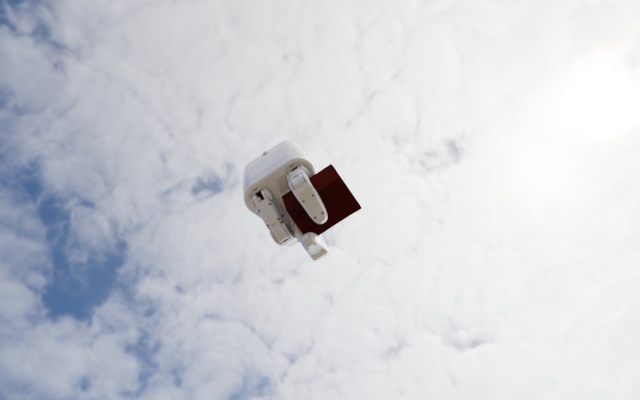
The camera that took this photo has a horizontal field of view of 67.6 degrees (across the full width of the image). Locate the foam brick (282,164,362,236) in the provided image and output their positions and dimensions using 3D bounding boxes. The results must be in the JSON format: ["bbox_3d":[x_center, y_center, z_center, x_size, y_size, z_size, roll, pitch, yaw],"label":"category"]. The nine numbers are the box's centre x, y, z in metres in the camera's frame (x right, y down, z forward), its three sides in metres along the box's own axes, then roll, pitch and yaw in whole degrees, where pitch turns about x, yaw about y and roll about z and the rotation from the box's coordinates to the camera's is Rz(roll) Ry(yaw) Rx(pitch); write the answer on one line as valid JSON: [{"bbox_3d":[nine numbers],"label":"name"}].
[{"bbox_3d":[0.000,0.002,0.584,0.078,0.053,0.051,-32,25,3],"label":"foam brick"}]
